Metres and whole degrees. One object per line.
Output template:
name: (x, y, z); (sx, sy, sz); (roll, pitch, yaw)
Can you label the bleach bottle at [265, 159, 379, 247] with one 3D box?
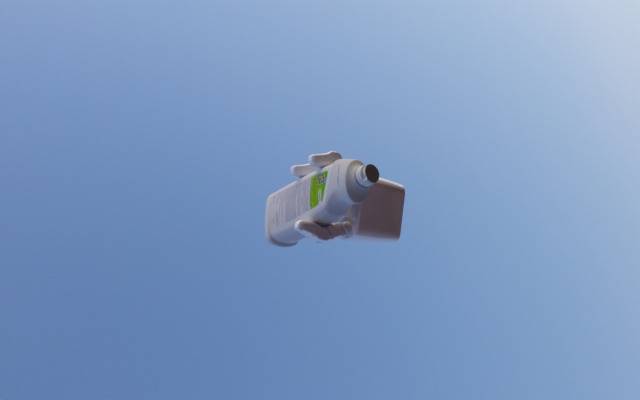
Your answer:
bleach bottle: (0.000, 0.002, 0.772); (0.068, 0.102, 0.251); (11, -22, -35)
